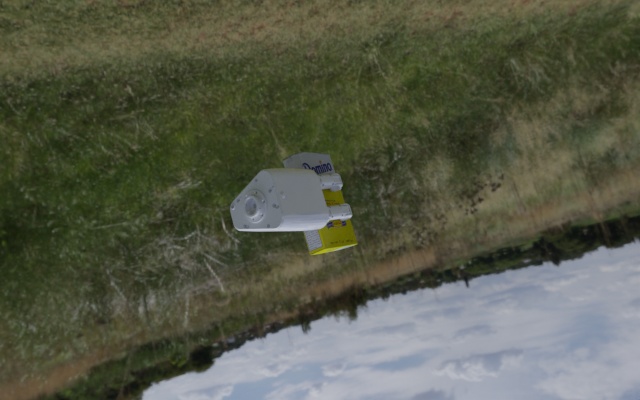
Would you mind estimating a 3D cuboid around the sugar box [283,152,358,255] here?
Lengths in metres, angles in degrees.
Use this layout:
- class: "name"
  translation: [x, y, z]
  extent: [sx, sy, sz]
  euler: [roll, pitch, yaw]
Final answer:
- class: "sugar box"
  translation: [0.000, 0.003, 0.842]
  extent: [0.048, 0.176, 0.093]
  euler: [-23, -13, 37]
